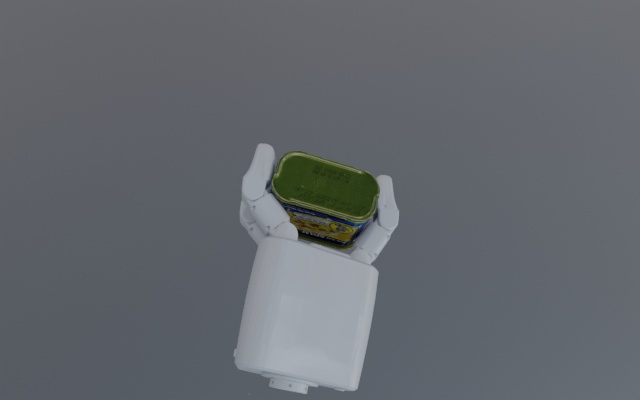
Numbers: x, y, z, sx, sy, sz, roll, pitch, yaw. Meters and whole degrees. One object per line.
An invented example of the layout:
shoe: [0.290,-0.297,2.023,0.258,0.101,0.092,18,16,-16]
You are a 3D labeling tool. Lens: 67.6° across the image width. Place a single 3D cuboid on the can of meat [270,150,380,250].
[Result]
can of meat: [0.000,0.001,0.460,0.102,0.057,0.084,16,-23,-2]
